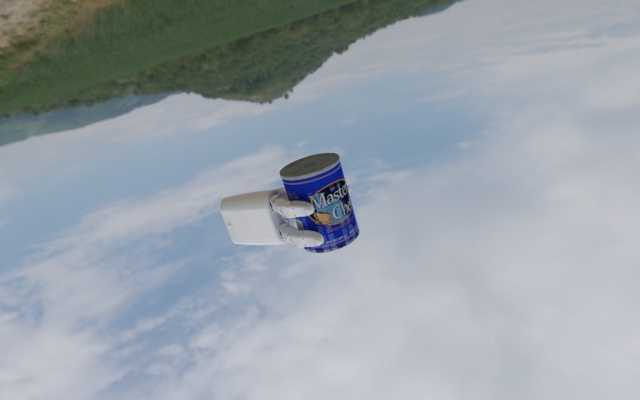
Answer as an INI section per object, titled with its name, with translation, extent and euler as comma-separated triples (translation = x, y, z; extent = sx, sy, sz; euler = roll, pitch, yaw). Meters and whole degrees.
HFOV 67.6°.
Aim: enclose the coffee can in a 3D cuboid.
[coffee can]
translation = 0.000, 0.002, 0.807
extent = 0.103, 0.140, 0.102
euler = -15, 20, 6
